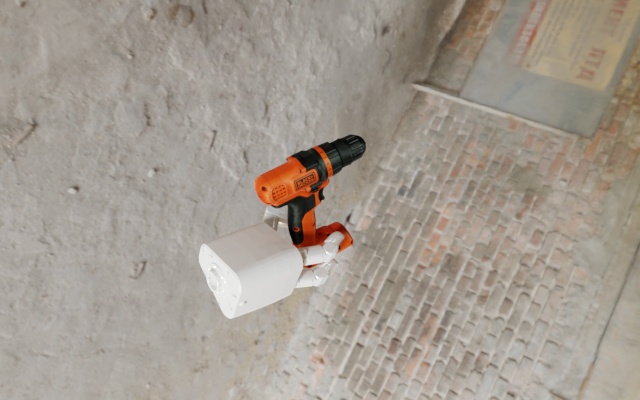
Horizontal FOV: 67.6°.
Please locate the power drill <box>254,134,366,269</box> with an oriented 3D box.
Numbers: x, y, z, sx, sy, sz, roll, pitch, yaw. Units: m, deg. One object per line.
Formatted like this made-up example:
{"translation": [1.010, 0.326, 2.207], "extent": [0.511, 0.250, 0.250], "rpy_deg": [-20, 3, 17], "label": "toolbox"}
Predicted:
{"translation": [0.000, 0.003, 0.747], "extent": [0.184, 0.188, 0.057], "rpy_deg": [-26, 37, -17], "label": "power drill"}
